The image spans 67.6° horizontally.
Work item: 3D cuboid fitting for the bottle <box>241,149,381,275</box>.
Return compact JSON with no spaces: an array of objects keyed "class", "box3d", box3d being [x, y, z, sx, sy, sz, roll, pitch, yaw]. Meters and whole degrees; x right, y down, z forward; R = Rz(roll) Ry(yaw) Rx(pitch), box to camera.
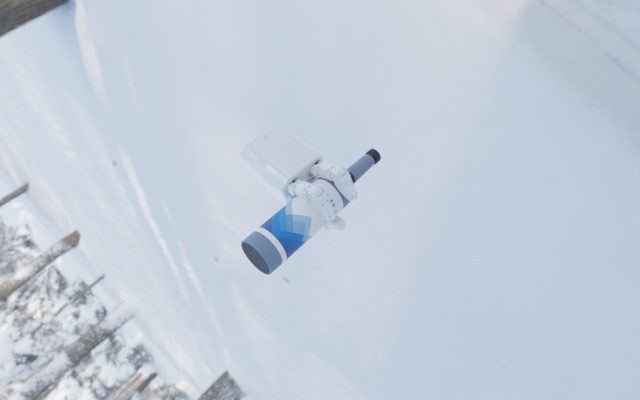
[{"class":"bottle","box3d":[0.000,0.003,0.791,0.295,0.069,0.069,-41,22,-28]}]
